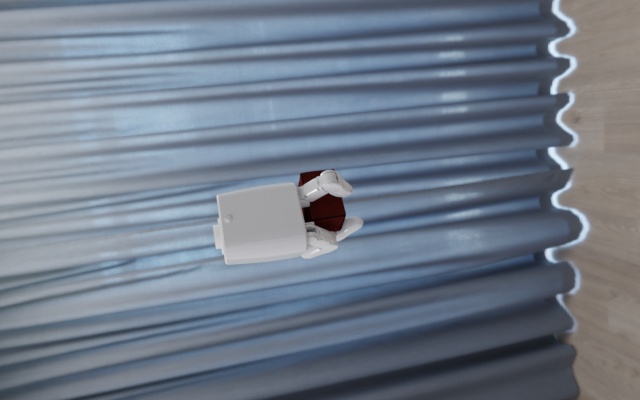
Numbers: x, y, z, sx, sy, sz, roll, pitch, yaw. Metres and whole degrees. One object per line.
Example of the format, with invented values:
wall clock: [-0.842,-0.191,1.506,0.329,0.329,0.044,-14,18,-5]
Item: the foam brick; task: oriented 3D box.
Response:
foam brick: [0.000,0.002,0.678,0.051,0.078,0.053,-7,-28,-11]
